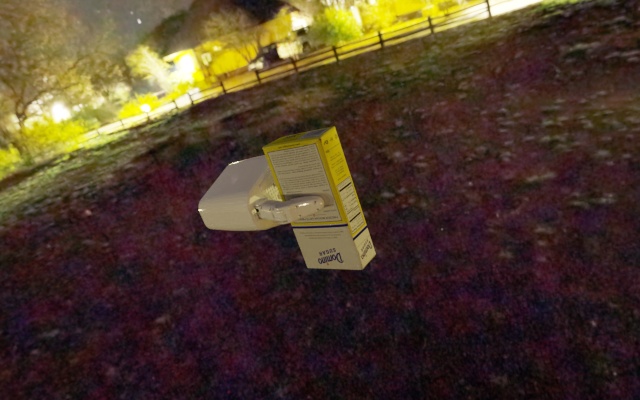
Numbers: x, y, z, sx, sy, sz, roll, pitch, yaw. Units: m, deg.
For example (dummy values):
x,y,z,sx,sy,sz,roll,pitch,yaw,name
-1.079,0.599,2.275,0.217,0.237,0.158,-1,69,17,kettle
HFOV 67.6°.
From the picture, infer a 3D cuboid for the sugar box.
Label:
x,y,z,sx,sy,sz,roll,pitch,yaw,name
0.000,0.002,0.605,0.093,0.176,0.048,-4,25,39,sugar box
